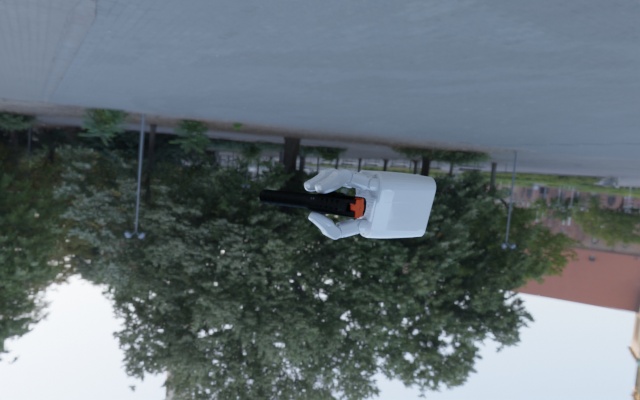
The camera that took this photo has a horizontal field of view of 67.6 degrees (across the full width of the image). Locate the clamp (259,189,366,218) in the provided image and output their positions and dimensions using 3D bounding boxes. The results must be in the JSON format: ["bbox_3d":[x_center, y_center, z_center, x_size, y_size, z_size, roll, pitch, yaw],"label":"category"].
[{"bbox_3d":[0.000,0.003,0.761,0.164,0.036,0.210,1,4,-20],"label":"clamp"}]
